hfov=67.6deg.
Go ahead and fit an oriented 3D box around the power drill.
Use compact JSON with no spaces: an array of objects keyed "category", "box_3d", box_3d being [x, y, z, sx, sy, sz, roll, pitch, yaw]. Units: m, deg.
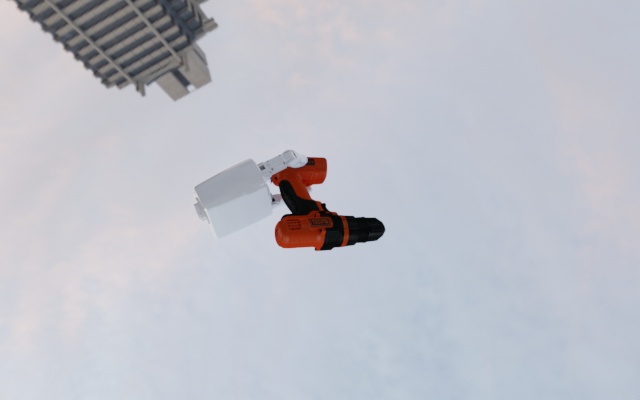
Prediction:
[{"category":"power drill","box_3d":[0.000,0.002,0.806,0.184,0.057,0.187,0,42,-22]}]
